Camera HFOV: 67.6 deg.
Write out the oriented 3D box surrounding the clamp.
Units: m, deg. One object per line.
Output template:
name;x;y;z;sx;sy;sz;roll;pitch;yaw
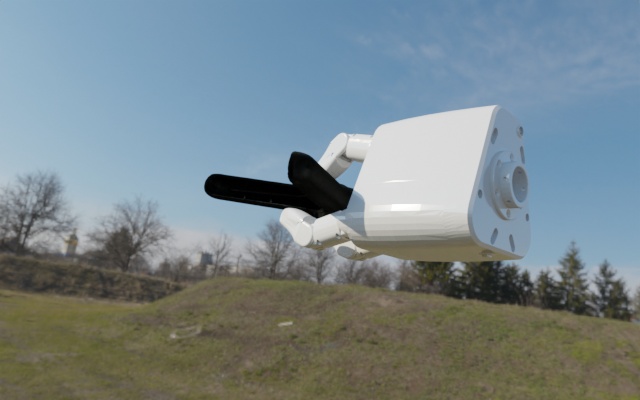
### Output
clamp;0.001;0.001;0.474;0.210;0.036;0.164;19;-15;-41
